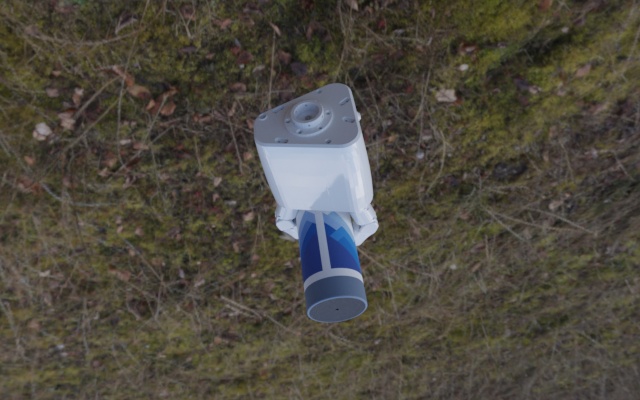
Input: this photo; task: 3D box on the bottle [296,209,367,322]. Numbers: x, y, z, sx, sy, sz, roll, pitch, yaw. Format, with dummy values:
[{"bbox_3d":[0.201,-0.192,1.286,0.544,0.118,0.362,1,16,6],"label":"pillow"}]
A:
[{"bbox_3d":[0.000,0.002,0.604,0.069,0.295,0.069,-6,-36,-4],"label":"bottle"}]
